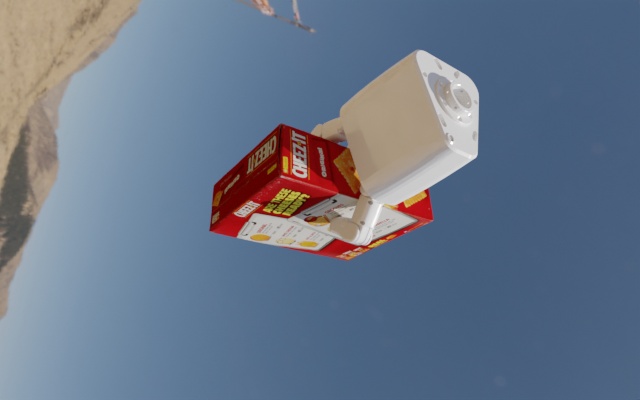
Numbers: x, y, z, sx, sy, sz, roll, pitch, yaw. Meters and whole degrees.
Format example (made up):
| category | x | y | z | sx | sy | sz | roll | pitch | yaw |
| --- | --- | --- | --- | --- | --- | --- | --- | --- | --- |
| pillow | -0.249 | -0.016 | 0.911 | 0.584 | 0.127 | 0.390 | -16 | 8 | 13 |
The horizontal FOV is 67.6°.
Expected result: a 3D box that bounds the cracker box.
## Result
| category | x | y | z | sx | sy | sz | roll | pitch | yaw |
| --- | --- | --- | --- | --- | --- | --- | --- | --- | --- |
| cracker box | 0.000 | 0.002 | 0.574 | 0.214 | 0.072 | 0.164 | 16 | -32 | -33 |
